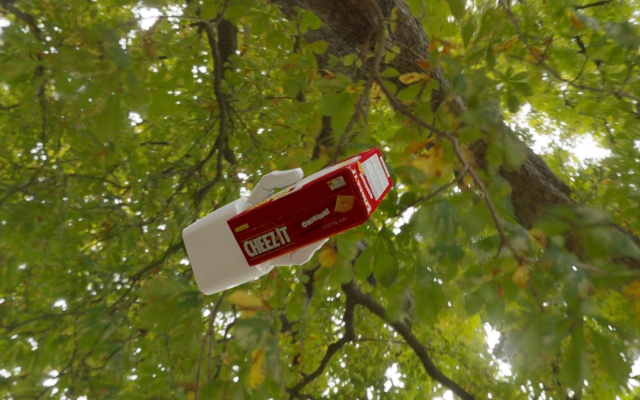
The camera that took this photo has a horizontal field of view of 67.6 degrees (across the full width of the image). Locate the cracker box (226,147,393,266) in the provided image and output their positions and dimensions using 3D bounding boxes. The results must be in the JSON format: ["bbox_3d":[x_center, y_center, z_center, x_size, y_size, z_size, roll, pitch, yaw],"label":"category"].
[{"bbox_3d":[0.000,0.002,0.635,0.164,0.072,0.213,-24,5,19],"label":"cracker box"}]
